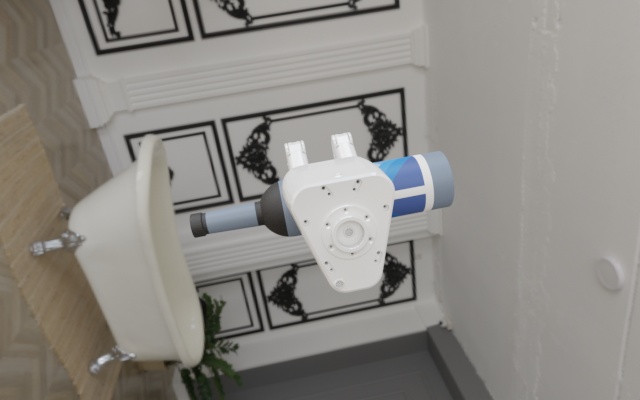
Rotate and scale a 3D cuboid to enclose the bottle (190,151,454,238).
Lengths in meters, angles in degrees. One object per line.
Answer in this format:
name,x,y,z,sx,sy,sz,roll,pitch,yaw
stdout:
bottle,0.000,0.002,0.549,0.296,0.069,0.069,-11,1,-4
